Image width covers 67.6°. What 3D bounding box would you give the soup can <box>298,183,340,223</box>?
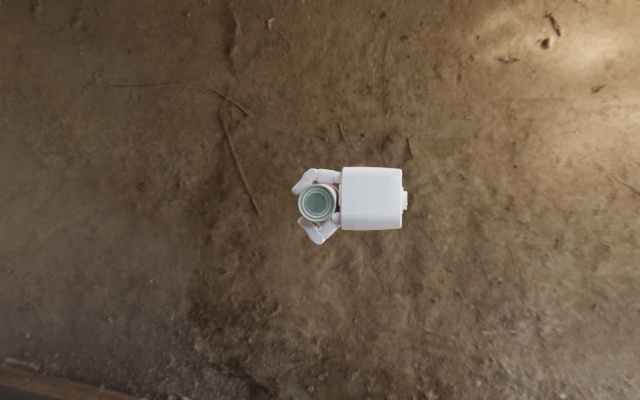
[{"bbox_3d":[0.000,0.003,0.868,0.068,0.068,0.102,0,3,8],"label":"soup can"}]
